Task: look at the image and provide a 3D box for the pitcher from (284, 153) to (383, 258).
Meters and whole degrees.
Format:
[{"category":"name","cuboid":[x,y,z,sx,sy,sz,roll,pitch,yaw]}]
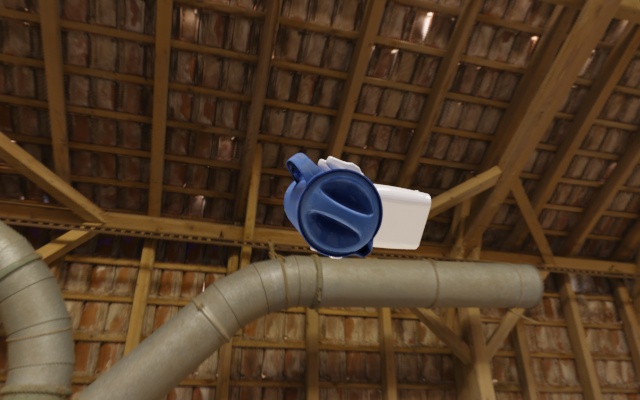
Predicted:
[{"category":"pitcher","cuboid":[0.000,0.003,0.819,0.145,0.149,0.243,7,2,-13]}]
